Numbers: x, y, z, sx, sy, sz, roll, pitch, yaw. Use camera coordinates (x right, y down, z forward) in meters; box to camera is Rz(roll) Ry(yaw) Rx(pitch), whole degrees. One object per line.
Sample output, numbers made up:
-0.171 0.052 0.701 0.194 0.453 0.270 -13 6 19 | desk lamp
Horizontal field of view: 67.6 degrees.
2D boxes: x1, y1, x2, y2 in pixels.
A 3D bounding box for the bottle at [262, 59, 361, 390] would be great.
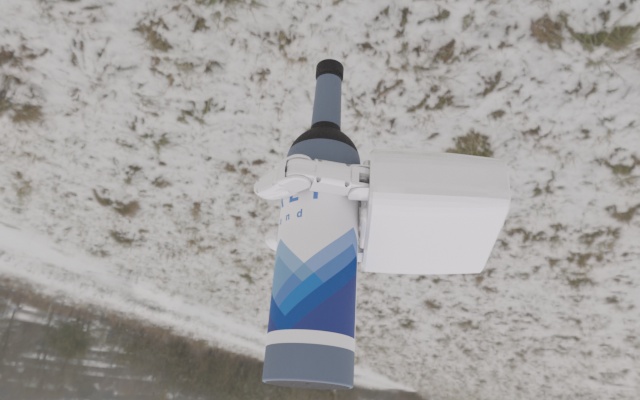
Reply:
0.000 0.002 0.409 0.069 0.295 0.069 3 -25 2 | bottle
